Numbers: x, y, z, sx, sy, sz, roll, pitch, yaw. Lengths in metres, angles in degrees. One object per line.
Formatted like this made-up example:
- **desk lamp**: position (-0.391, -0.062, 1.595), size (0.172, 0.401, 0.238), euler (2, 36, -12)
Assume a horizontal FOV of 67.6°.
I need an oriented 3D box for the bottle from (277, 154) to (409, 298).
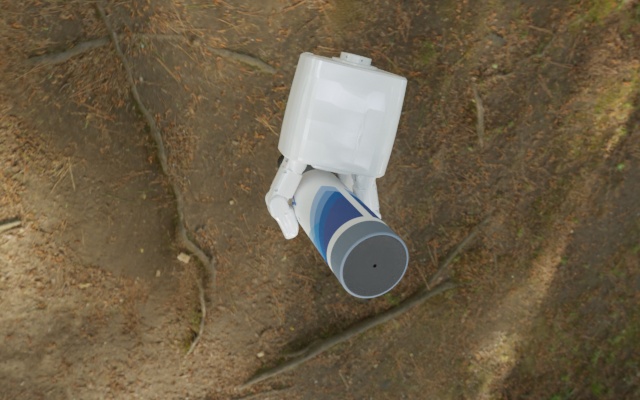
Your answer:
- **bottle**: position (0.000, 0.002, 0.545), size (0.069, 0.069, 0.295), euler (0, 22, -21)
